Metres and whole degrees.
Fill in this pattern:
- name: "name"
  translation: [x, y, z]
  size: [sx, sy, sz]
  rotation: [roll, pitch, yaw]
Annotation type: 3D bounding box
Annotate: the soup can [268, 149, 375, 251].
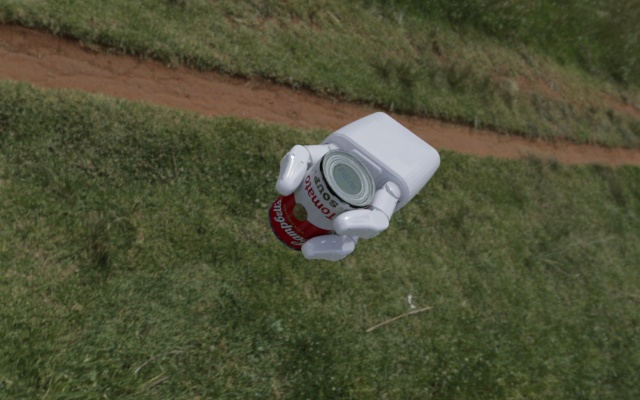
- name: "soup can"
  translation: [0.000, 0.002, 0.495]
  size: [0.068, 0.068, 0.102]
  rotation: [0, -29, -40]
